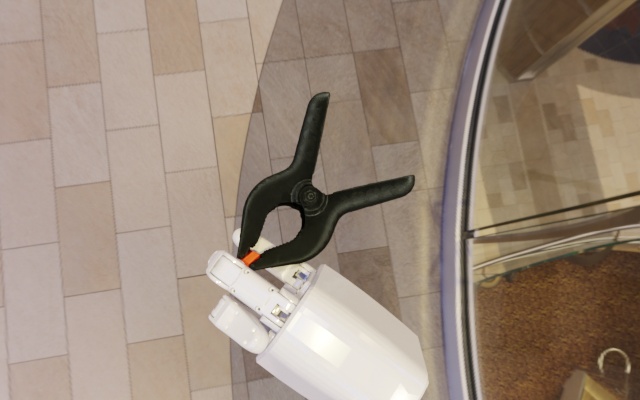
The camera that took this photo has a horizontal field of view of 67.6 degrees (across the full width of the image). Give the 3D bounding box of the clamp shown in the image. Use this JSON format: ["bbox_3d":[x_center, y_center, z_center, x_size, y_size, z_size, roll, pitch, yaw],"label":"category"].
[{"bbox_3d":[0.000,0.001,0.413,0.120,0.171,0.039,35,-10,4],"label":"clamp"}]
